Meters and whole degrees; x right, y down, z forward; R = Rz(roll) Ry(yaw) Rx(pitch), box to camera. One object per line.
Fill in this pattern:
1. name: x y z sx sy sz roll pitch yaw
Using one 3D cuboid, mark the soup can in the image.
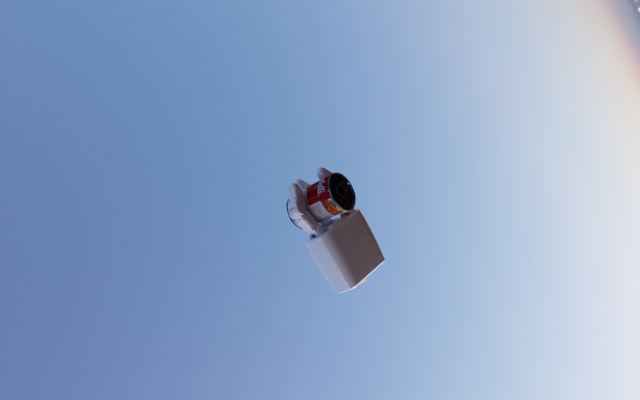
1. soup can: 0.000 0.002 0.813 0.102 0.068 0.068 -26 -16 37
